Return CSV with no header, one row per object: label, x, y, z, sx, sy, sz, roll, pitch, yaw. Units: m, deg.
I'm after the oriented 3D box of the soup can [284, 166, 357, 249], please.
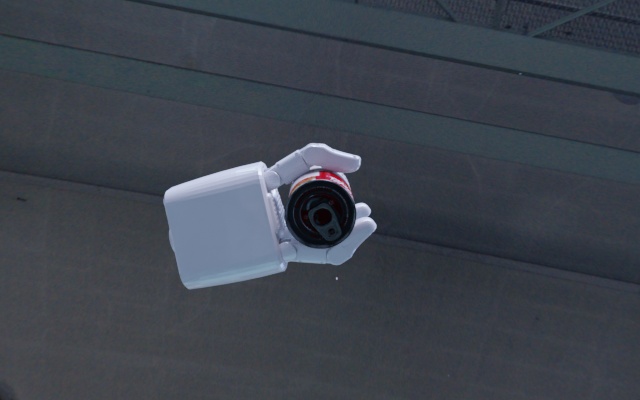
soup can,0.001,0.001,0.495,0.068,0.068,0.102,0,14,0
